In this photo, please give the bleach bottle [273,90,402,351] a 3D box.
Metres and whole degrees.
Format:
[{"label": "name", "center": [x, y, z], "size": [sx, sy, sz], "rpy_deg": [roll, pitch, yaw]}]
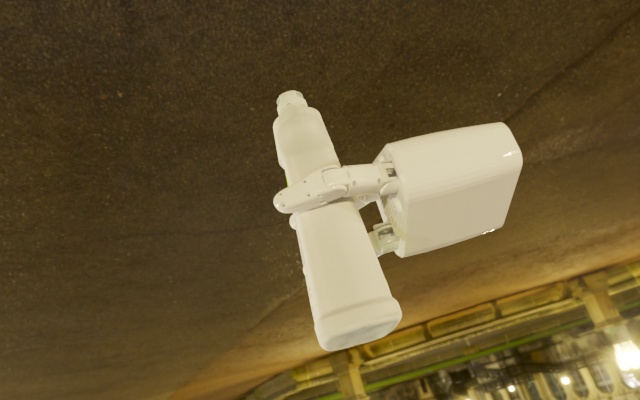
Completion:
[{"label": "bleach bottle", "center": [0.000, 0.002, 0.437], "size": [0.068, 0.250, 0.103], "rpy_deg": [-14, -24, -6]}]
